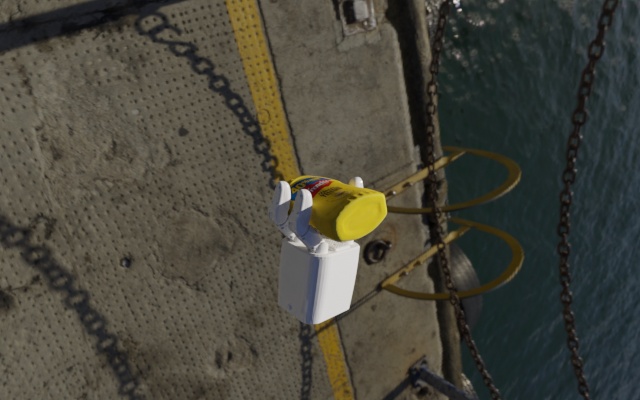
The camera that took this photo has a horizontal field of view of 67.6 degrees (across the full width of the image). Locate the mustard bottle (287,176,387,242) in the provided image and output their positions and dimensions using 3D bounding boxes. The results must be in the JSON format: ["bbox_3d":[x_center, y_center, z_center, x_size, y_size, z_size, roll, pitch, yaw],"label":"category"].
[{"bbox_3d":[0.000,0.002,0.703,0.096,0.058,0.191,-28,28,-28],"label":"mustard bottle"}]
